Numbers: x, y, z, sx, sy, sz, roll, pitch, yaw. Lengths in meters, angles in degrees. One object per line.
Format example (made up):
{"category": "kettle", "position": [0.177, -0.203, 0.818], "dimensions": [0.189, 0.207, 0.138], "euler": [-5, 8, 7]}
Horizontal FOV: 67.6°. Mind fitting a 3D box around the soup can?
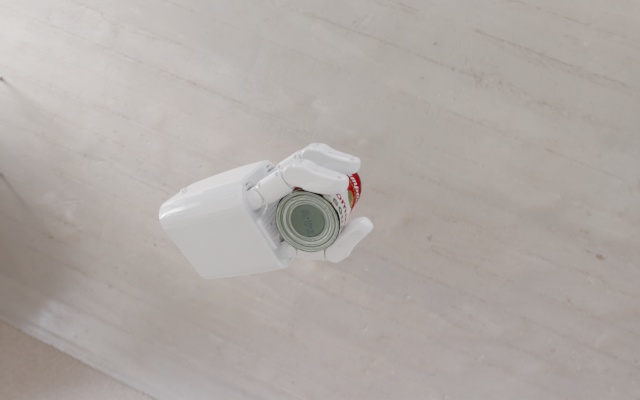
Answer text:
{"category": "soup can", "position": [0.000, 0.002, 0.502], "dimensions": [0.068, 0.068, 0.102], "euler": [0, 23, 17]}
